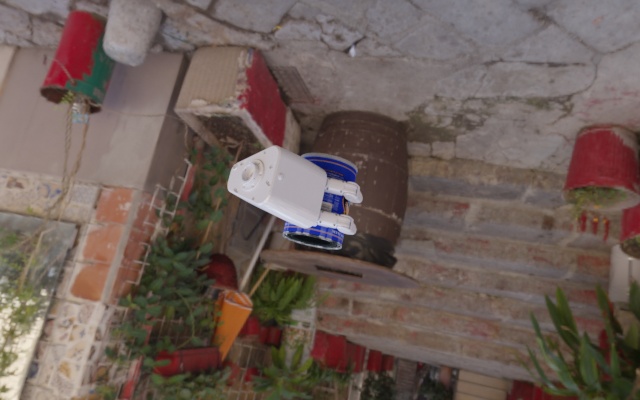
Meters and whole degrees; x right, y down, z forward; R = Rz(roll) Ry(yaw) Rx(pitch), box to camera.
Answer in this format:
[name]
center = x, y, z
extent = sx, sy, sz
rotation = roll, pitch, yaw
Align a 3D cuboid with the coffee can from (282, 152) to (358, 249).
[coffee can]
center = 0.000, 0.003, 0.812
extent = 0.103, 0.140, 0.103
rotation = 11, -14, 3
